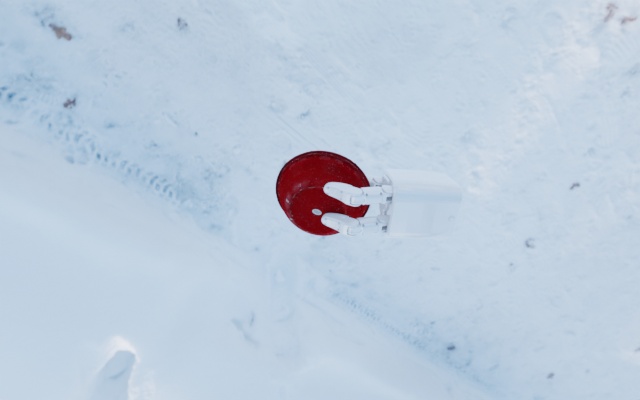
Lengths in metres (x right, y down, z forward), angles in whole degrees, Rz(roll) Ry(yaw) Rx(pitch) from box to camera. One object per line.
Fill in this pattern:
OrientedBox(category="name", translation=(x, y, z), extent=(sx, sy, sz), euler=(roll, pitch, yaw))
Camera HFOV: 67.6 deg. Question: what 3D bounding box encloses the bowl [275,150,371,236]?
OrientedBox(category="bowl", translation=(-0.001, 0.003, 0.772), extent=(0.162, 0.162, 0.055), euler=(0, 33, 11))
